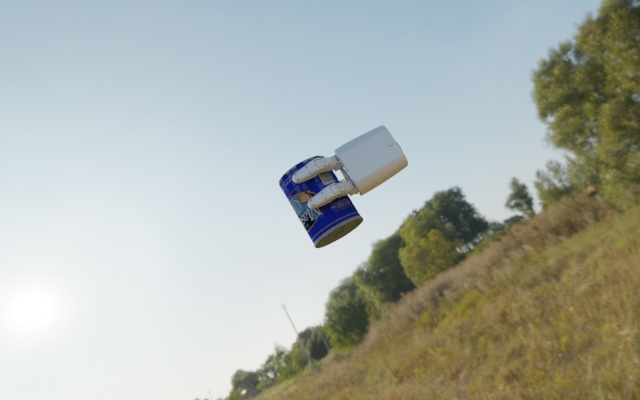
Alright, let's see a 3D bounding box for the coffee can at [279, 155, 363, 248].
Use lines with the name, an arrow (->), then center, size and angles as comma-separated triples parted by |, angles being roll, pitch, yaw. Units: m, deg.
coffee can -> 0.000, 0.003, 0.885 | 0.103, 0.140, 0.103 | -29, -15, -8
